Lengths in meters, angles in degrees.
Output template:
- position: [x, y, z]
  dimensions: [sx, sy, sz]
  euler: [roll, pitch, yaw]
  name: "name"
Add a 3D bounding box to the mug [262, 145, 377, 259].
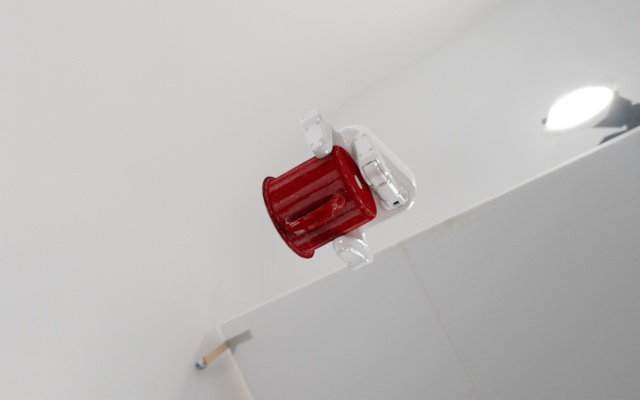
- position: [0.000, 0.002, 0.456]
  dimensions: [0.081, 0.093, 0.117]
  euler: [-28, 7, 16]
  name: "mug"
